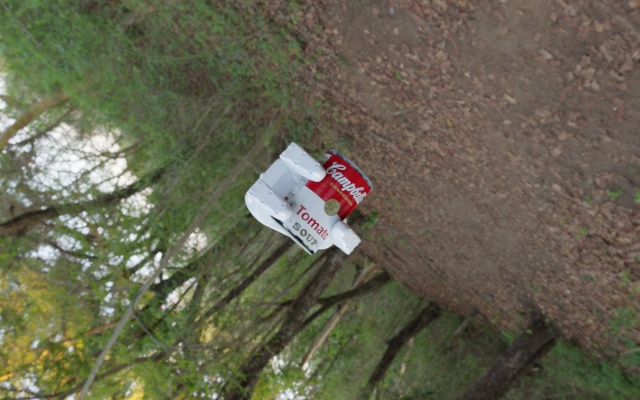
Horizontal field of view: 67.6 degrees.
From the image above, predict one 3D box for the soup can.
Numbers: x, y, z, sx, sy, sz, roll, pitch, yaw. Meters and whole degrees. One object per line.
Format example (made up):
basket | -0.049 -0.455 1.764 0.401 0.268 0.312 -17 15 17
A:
soup can | 0.000 0.002 0.535 0.068 0.102 0.068 42 -7 6
